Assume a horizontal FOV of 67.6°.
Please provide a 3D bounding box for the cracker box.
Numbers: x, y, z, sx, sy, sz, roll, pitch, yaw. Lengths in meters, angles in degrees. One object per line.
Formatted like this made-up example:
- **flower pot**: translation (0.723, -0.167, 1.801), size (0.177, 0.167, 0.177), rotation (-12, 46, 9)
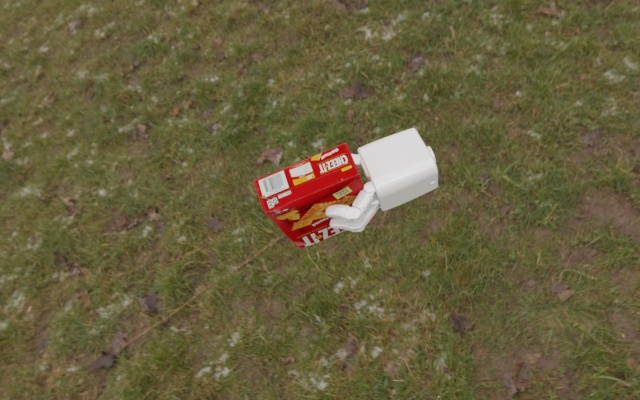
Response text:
- **cracker box**: translation (0.000, 0.003, 0.841), size (0.164, 0.072, 0.214), rotation (-22, -25, 4)
